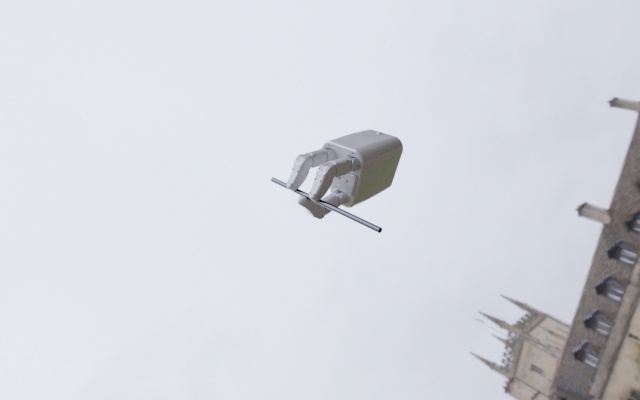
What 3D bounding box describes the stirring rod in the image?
[{"bbox_3d":[0.000,0.002,0.725,0.011,0.011,0.239,0,18,-45],"label":"stirring rod"}]
